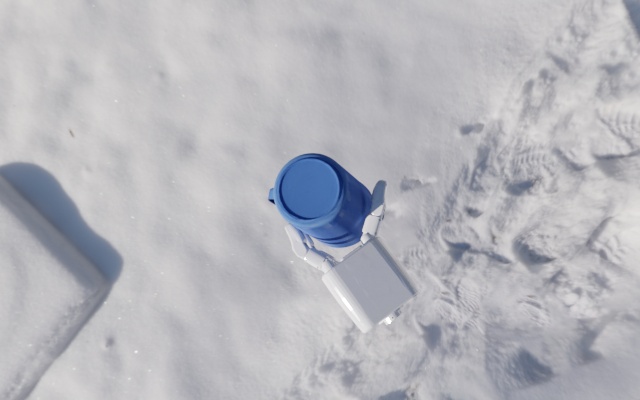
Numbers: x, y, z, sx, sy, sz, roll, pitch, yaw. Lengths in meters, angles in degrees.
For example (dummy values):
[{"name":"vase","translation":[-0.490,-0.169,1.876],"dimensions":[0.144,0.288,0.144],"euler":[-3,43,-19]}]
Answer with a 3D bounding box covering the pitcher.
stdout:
[{"name":"pitcher","translation":[0.000,0.003,0.772],"dimensions":[0.149,0.145,0.243],"euler":[-36,-15,5]}]
